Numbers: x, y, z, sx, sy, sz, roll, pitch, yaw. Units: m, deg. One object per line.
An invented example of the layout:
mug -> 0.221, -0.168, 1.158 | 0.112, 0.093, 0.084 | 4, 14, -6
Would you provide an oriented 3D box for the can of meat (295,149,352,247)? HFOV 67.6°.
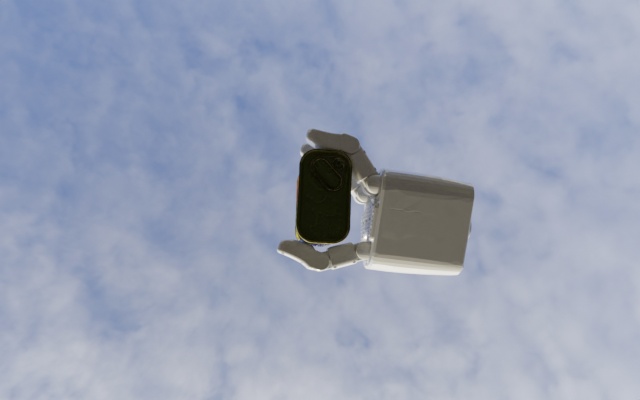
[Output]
can of meat -> 0.000, 0.002, 0.544 | 0.057, 0.102, 0.084 | 3, -10, -6
